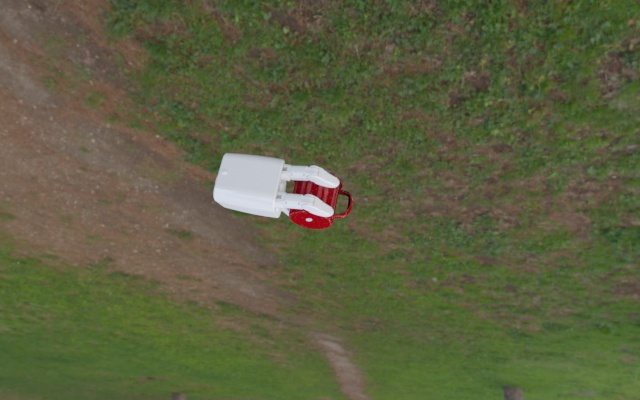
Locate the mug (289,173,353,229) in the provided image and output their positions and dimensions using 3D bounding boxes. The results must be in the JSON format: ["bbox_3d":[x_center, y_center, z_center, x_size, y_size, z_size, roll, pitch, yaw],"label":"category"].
[{"bbox_3d":[0.002,0.003,0.869,0.117,0.081,0.093,9,-24,4],"label":"mug"}]
